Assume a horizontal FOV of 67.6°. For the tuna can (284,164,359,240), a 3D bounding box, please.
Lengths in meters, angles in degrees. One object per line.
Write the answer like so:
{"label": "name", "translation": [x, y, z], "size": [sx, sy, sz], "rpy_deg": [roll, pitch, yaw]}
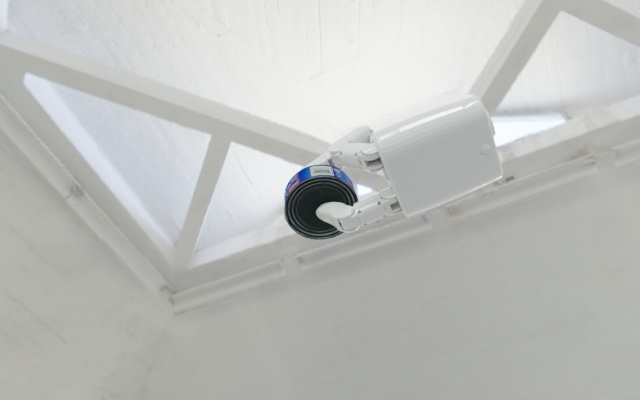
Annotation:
{"label": "tuna can", "translation": [0.000, 0.002, 0.556], "size": [0.086, 0.086, 0.033], "rpy_deg": [0, 32, -7]}
